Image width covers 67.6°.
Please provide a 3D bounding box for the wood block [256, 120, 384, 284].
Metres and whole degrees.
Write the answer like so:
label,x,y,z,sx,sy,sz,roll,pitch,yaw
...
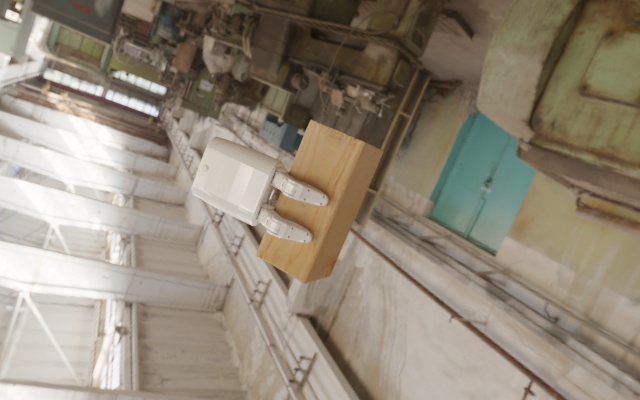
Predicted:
label,x,y,z,sx,sy,sz,roll,pitch,yaw
wood block,0.000,0.002,0.686,0.090,0.206,0.091,26,9,22
